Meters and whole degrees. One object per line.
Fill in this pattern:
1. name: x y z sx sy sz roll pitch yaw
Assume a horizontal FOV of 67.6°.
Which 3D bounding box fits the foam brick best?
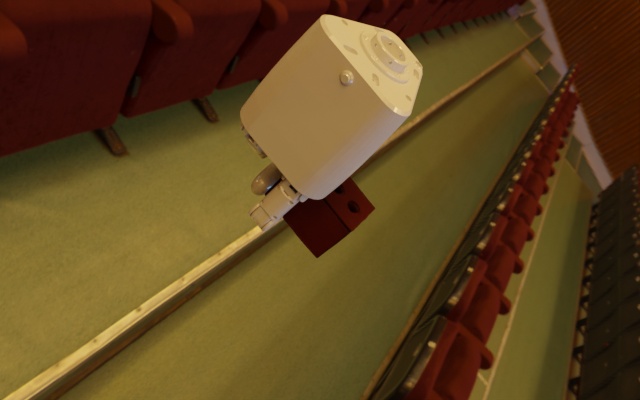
1. foam brick: 0.000 0.002 0.432 0.051 0.078 0.053 -41 -2 36
